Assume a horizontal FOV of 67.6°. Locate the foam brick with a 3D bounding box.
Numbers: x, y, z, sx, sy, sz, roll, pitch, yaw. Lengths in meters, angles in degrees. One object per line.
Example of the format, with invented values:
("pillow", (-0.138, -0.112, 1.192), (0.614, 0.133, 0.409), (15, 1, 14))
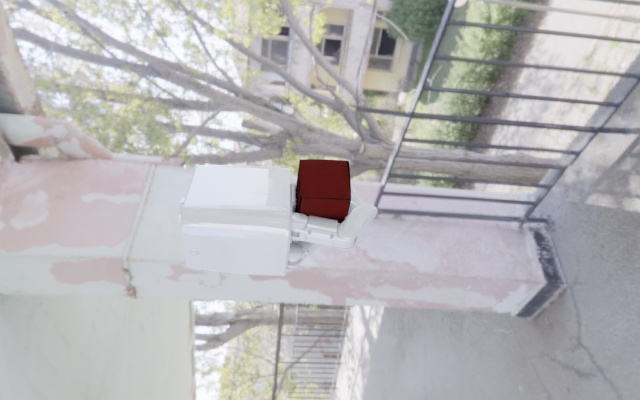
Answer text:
("foam brick", (0.000, 0.001, 0.498), (0.051, 0.053, 0.078), (4, -40, -6))
